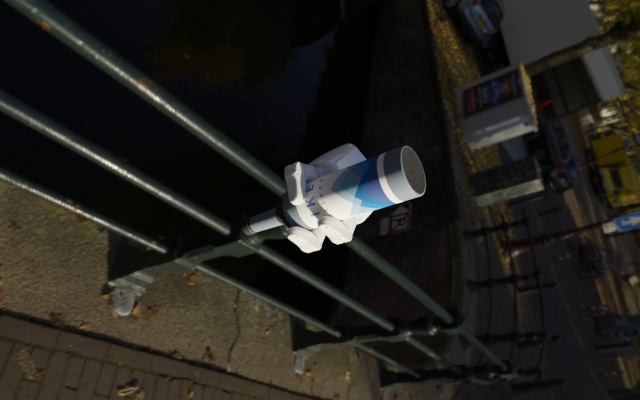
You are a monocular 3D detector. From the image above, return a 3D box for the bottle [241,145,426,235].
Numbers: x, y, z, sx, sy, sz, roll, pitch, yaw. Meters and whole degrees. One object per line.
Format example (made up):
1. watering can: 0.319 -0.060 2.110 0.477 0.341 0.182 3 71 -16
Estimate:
1. bottle: 0.000 0.002 0.677 0.296 0.069 0.069 -19 -11 33
